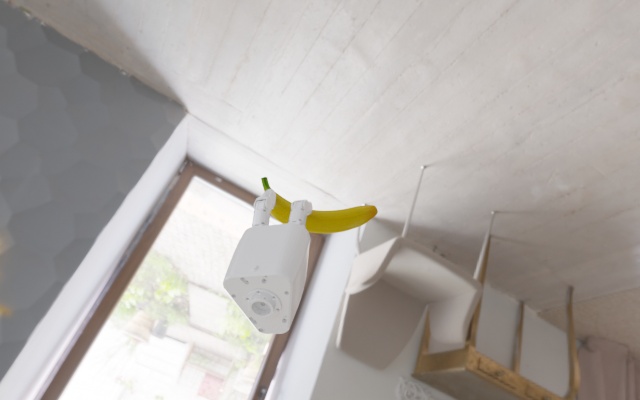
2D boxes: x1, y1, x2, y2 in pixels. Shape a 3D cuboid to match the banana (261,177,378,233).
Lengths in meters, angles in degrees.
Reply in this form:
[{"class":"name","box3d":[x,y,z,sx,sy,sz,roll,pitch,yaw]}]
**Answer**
[{"class":"banana","box3d":[-0.008,0.019,0.771,0.198,0.069,0.037,15,9,-4]}]
